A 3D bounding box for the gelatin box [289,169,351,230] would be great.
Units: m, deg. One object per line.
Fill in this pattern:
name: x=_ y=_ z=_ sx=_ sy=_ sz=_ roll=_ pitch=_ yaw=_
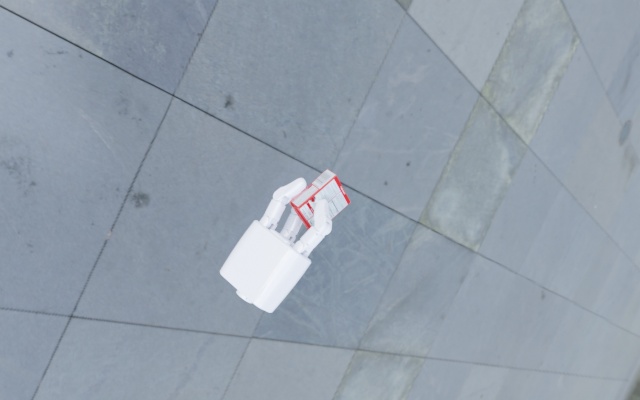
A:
gelatin box: x=0.001 y=0.003 z=0.806 sx=0.030 sy=0.089 sz=0.073 roll=38 pitch=-14 yaw=45
